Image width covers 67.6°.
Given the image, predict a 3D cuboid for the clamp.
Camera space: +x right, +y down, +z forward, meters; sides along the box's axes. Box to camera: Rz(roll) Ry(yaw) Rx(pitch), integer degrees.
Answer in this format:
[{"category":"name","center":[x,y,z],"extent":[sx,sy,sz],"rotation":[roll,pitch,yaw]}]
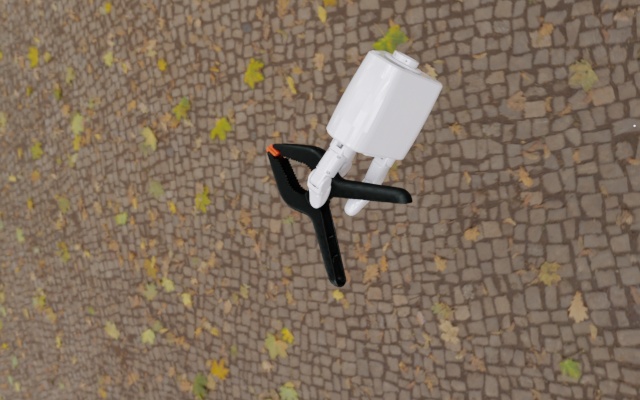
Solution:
[{"category":"clamp","center":[-0.001,0.002,0.637],"extent":[0.210,0.165,0.036],"rotation":[39,24,23]}]
